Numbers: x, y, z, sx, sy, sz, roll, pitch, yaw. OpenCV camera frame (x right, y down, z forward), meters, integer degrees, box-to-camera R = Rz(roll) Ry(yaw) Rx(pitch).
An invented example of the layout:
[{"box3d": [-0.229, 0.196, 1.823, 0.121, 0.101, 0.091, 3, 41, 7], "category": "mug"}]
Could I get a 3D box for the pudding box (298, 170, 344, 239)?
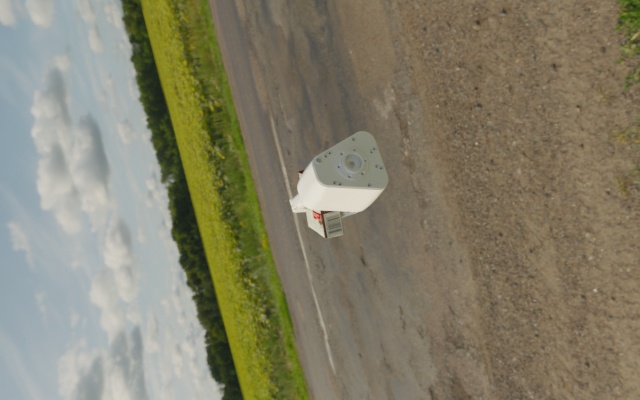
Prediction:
[{"box3d": [0.000, 0.003, 0.841, 0.039, 0.113, 0.090, -13, 15, -18], "category": "pudding box"}]
